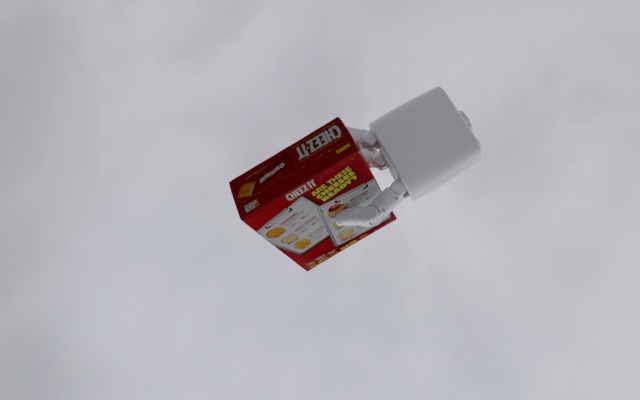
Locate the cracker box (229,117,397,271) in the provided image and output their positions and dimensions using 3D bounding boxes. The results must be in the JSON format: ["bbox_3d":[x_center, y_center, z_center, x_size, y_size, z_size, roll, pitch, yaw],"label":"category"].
[{"bbox_3d":[0.000,0.002,0.658,0.164,0.072,0.214,-31,-32,6],"label":"cracker box"}]
